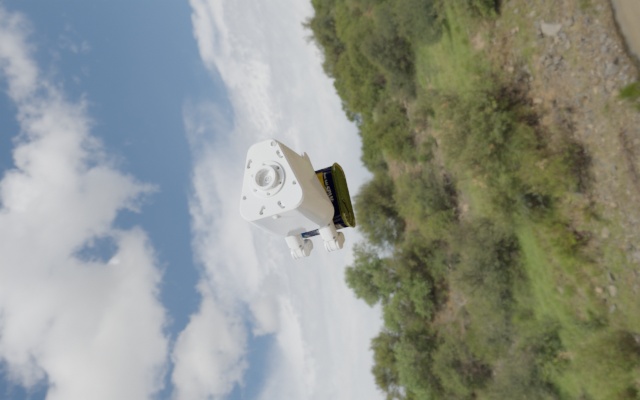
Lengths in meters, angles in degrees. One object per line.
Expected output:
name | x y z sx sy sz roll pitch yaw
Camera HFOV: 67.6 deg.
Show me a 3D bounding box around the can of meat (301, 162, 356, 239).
can of meat | 0.000 0.002 0.741 0.084 0.102 0.057 -16 -15 16
